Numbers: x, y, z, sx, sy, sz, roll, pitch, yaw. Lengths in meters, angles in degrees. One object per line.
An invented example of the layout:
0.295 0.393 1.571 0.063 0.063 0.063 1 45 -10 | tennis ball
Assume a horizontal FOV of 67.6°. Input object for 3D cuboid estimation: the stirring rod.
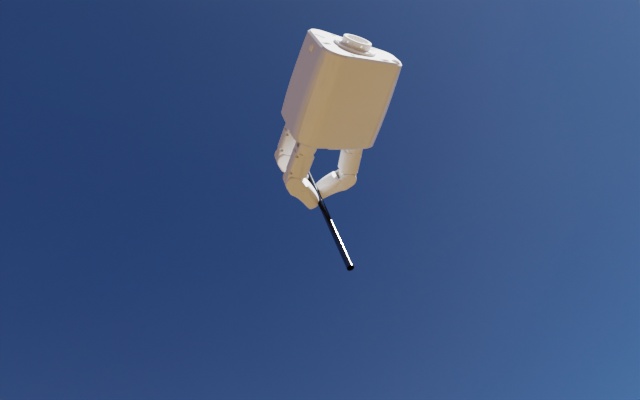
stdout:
0.000 0.002 0.588 0.011 0.011 0.239 0 34 -18 | stirring rod
